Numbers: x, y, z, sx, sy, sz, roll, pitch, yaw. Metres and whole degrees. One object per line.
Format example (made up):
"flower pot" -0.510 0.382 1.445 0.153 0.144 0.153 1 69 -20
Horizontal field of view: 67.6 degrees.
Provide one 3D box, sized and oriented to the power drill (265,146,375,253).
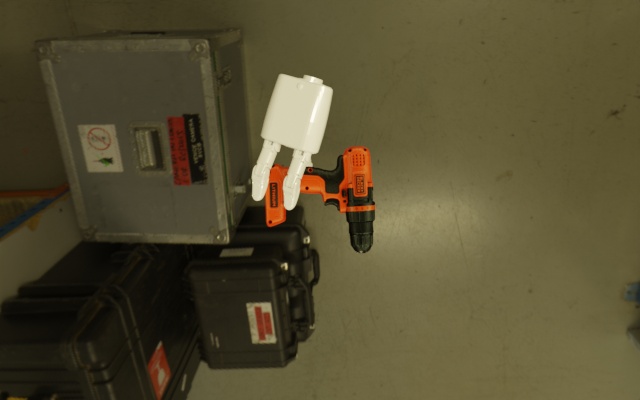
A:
"power drill" 0.000 0.002 0.821 0.187 0.184 0.057 -3 -1 -4
